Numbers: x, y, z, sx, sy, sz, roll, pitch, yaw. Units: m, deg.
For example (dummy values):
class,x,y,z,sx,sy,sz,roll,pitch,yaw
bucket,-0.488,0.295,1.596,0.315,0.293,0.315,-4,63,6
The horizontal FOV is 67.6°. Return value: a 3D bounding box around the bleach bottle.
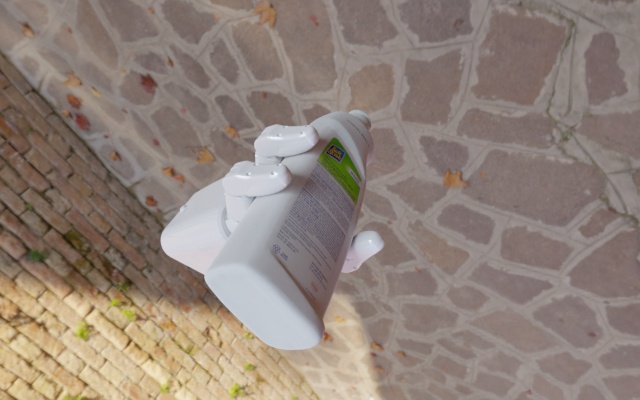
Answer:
class,x,y,z,sx,sy,sz,roll,pitch,yaw
bleach bottle,0.000,0.001,0.438,0.068,0.103,0.250,-18,30,40
